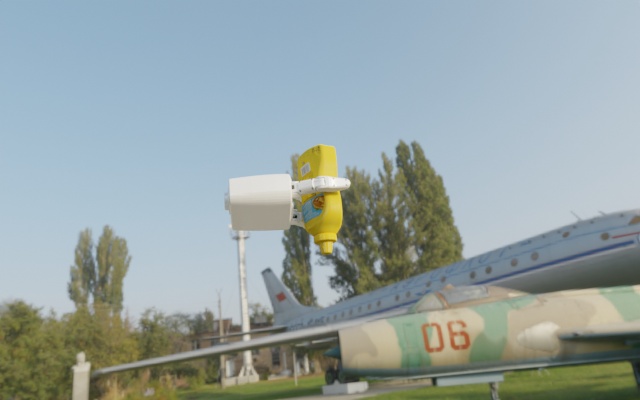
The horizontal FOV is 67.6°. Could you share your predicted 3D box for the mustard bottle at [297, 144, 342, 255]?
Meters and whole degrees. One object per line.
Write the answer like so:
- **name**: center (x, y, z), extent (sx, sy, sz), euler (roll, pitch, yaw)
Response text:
- **mustard bottle**: center (0.000, 0.003, 0.862), extent (0.058, 0.191, 0.096), euler (6, -22, -32)
